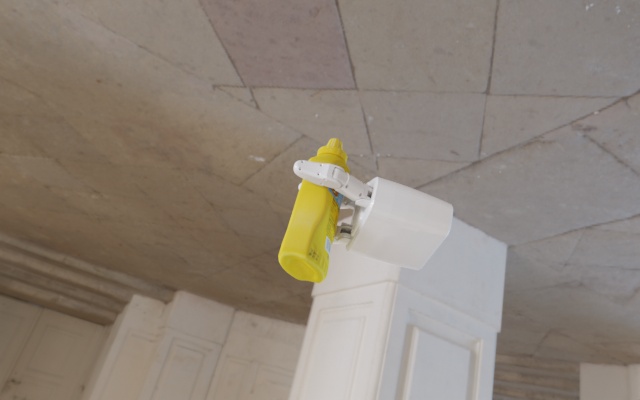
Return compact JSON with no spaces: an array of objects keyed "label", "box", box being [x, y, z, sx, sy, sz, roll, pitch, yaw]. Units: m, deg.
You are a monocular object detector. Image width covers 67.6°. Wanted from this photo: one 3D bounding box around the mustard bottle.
[{"label":"mustard bottle","box":[0.000,0.002,0.616,0.058,0.191,0.096,7,-27,17]}]
